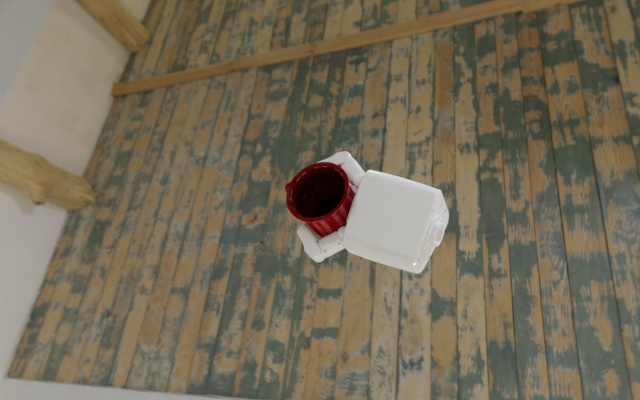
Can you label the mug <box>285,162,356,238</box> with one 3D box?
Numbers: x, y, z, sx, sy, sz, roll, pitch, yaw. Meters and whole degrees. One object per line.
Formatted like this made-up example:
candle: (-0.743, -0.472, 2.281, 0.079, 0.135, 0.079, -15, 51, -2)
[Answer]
mug: (-0.001, 0.002, 0.687, 0.117, 0.093, 0.081, 17, -19, 31)
